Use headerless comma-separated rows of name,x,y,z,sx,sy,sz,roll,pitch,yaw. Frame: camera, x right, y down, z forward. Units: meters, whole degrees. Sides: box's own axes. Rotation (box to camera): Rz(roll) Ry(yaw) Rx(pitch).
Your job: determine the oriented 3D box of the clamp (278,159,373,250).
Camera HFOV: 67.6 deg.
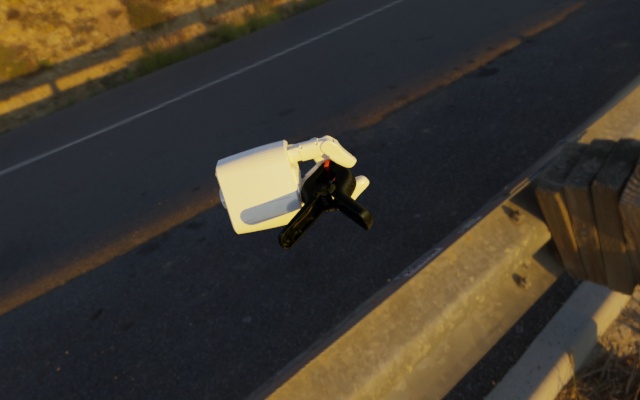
clamp,0.000,0.001,0.637,0.120,0.039,0.171,-15,29,4
